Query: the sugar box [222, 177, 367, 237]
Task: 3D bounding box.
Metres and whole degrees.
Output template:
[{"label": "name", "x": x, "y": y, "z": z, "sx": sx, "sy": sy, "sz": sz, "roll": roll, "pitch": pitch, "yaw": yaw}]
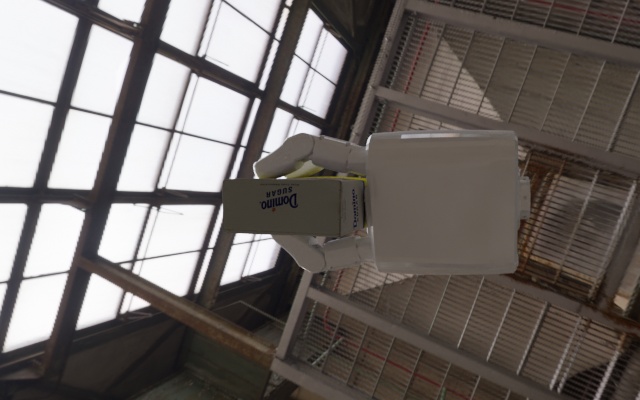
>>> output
[{"label": "sugar box", "x": 0.000, "y": 0.001, "z": 0.412, "sx": 0.093, "sy": 0.048, "sz": 0.176, "roll": 1, "pitch": 0, "yaw": 19}]
